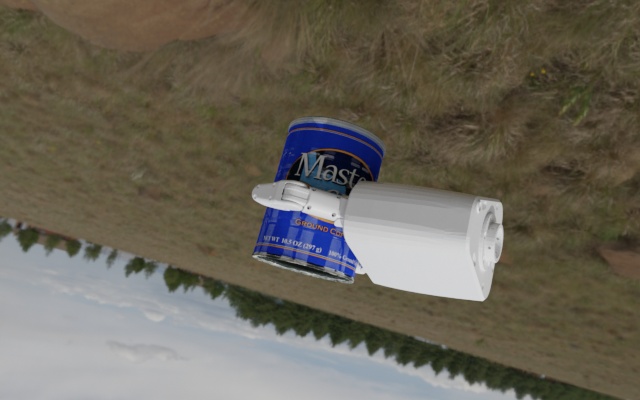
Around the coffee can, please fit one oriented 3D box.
[{"bbox_3d":[0.000,0.001,0.479,0.103,0.140,0.103,14,-13,3],"label":"coffee can"}]
